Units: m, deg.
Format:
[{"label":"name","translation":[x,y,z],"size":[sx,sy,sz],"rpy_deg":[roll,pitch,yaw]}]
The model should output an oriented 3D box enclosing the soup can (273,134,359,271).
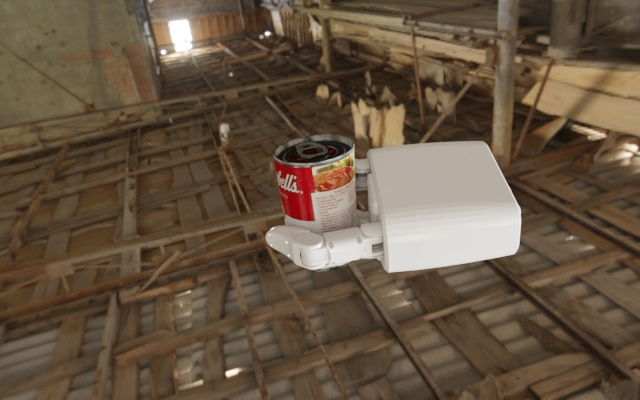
[{"label":"soup can","translation":[0.000,0.002,0.417],"size":[0.068,0.102,0.068],"rpy_deg":[-6,26,3]}]
